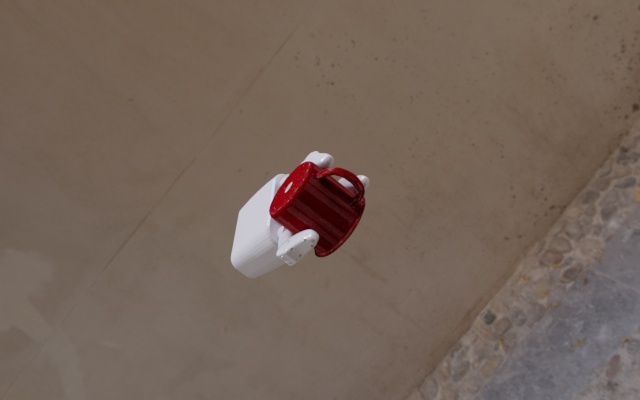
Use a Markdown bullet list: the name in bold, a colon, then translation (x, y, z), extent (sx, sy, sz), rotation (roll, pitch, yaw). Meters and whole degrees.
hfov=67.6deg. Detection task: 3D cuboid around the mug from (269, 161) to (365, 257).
- **mug**: translation (0.001, 0.001, 0.560), extent (0.081, 0.093, 0.117), rotation (37, -47, -17)
